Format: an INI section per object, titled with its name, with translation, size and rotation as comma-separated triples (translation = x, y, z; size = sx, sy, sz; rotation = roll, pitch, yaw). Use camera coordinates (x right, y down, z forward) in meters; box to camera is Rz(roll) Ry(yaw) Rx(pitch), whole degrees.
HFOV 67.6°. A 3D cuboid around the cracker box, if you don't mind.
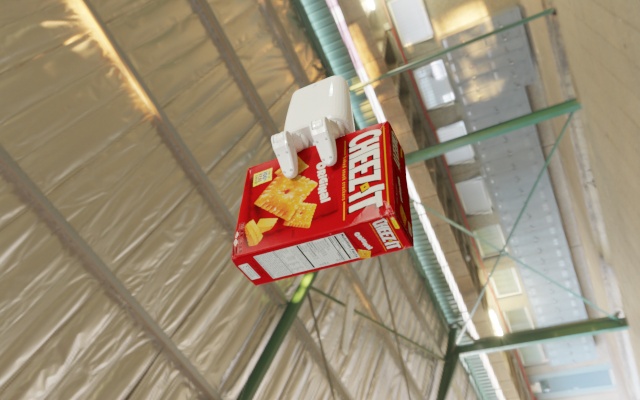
[cracker box]
translation = 0.000, 0.002, 0.607
size = 0.214, 0.164, 0.072
rotation = -17, -46, 21
